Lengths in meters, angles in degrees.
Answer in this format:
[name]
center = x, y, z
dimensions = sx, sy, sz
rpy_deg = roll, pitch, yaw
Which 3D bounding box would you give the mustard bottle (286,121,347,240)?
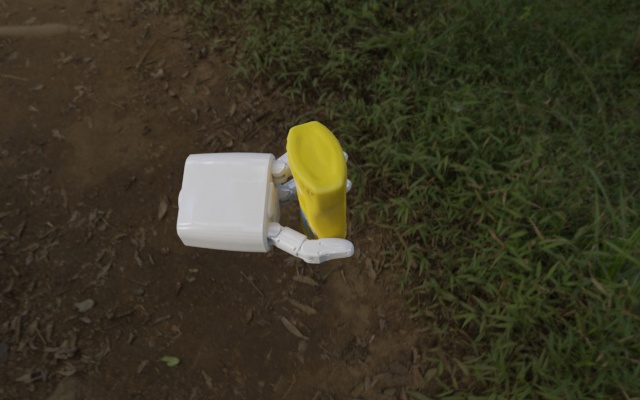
[mustard bottle]
center = 0.000, 0.002, 0.572
dimensions = 0.058, 0.096, 0.192
rpy_deg = -19, -31, -8
